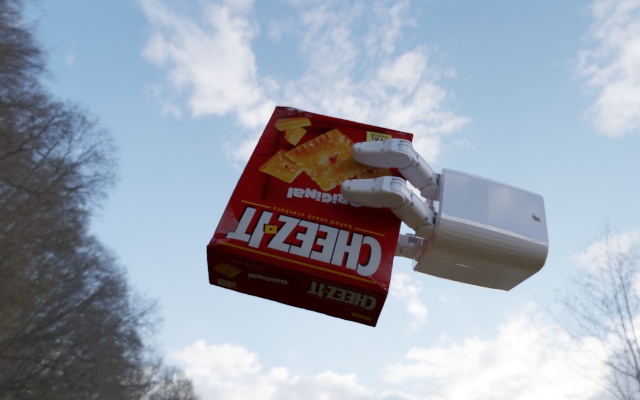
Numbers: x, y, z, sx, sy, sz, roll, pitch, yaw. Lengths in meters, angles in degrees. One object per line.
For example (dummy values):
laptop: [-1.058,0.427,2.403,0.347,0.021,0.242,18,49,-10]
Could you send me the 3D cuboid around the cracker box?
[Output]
cracker box: [0.000,0.002,0.490,0.164,0.213,0.072,13,-42,5]
